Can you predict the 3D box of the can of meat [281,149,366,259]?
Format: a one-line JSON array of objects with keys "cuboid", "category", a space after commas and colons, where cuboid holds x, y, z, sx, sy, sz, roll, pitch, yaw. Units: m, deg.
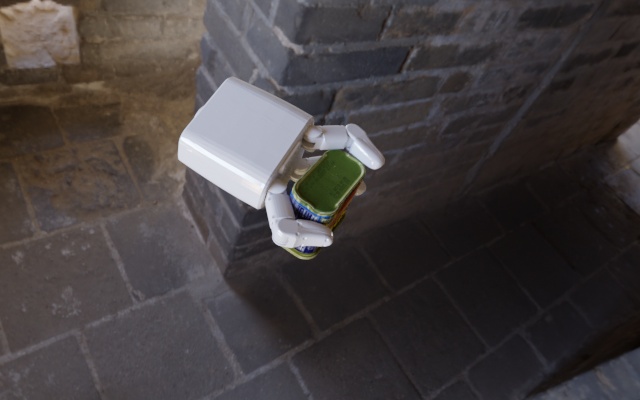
[{"cuboid": [0.000, 0.002, 0.532, 0.057, 0.084, 0.102, 34, 49, 8], "category": "can of meat"}]
